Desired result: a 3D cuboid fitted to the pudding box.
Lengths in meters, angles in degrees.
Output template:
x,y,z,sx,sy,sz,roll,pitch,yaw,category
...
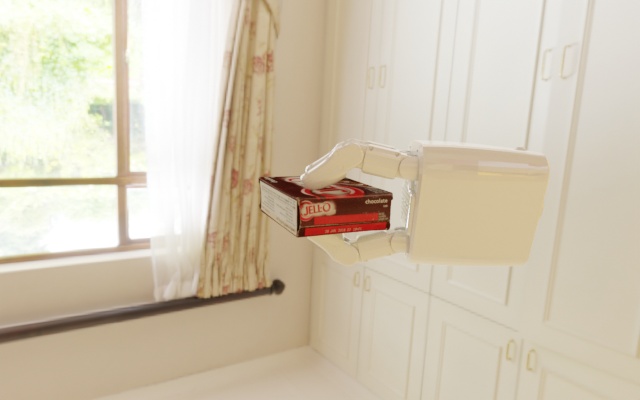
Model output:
x,y,z,sx,sy,sz,roll,pitch,yaw,category
0.000,0.002,0.445,0.090,0.039,0.113,-2,10,-24,pudding box
